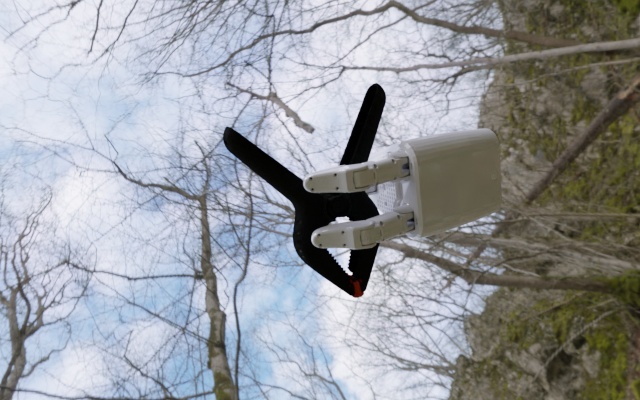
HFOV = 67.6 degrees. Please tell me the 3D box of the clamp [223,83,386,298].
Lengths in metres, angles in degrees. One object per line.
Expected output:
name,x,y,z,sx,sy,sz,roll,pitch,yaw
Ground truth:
clamp,0.000,0.002,0.471,0.164,0.210,0.036,-13,15,-18
